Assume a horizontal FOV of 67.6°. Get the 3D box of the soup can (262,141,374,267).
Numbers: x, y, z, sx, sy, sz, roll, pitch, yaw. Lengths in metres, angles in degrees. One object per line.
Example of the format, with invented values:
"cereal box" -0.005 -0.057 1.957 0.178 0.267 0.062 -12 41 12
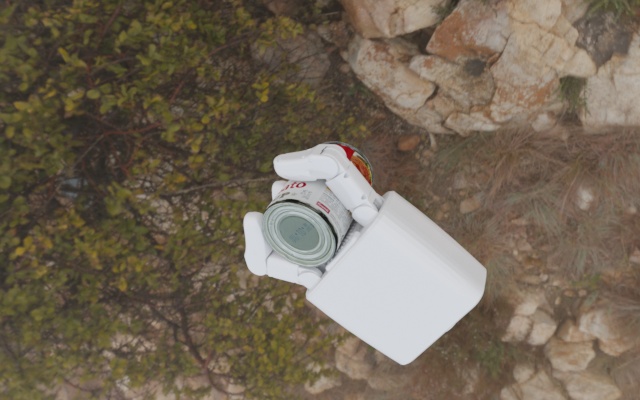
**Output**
"soup can" 0.000 0.001 0.418 0.068 0.068 0.102 0 33 26
